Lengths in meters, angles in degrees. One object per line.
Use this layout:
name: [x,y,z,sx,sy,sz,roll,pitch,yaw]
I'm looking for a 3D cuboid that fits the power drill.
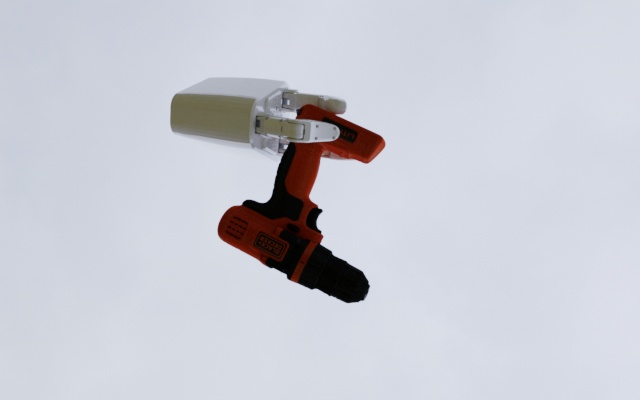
power drill: [0.000,0.001,0.537,0.184,0.187,0.057,26,-4,4]
